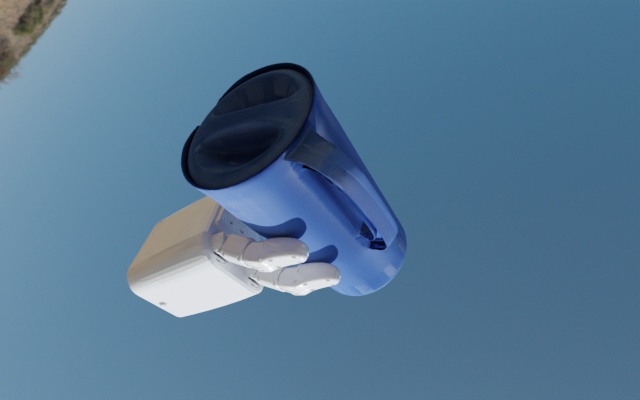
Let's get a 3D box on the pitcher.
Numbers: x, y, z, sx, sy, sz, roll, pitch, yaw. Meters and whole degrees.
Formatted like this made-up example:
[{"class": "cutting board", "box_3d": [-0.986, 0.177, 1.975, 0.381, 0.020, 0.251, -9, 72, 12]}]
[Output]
[{"class": "pitcher", "box_3d": [0.000, 0.002, 0.459, 0.145, 0.149, 0.243, -23, -44, 19]}]
